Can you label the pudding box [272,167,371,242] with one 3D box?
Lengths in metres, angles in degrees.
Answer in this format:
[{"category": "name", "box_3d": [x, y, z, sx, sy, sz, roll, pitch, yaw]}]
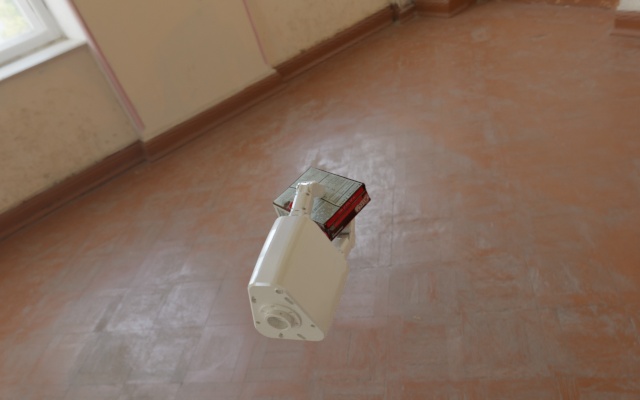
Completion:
[{"category": "pudding box", "box_3d": [0.000, 0.002, 0.674, 0.113, 0.039, 0.090, 23, 57, 41]}]
